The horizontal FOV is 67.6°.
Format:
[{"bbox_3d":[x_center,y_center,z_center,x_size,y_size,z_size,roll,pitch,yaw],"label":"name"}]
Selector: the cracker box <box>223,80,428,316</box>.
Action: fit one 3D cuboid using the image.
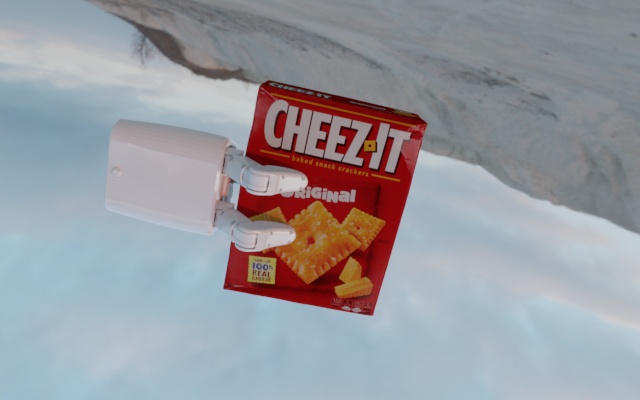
[{"bbox_3d":[0.000,0.002,0.493,0.164,0.214,0.072,12,17,-3],"label":"cracker box"}]
